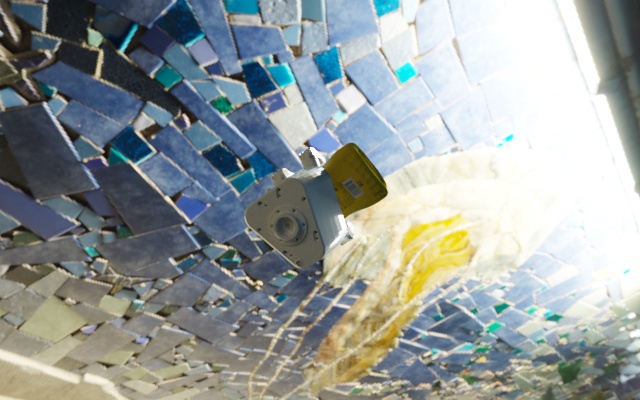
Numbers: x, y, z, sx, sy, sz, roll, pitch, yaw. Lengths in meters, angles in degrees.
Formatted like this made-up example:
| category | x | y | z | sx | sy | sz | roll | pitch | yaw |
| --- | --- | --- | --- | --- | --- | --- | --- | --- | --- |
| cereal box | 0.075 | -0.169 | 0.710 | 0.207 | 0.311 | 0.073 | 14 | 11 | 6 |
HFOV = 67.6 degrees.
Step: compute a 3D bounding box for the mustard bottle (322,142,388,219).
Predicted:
| category | x | y | z | sx | sy | sz | roll | pitch | yaw |
| --- | --- | --- | --- | --- | --- | --- | --- | --- | --- |
| mustard bottle | 0.000 | 0.002 | 0.725 | 0.192 | 0.096 | 0.058 | -34 | 24 | 18 |
